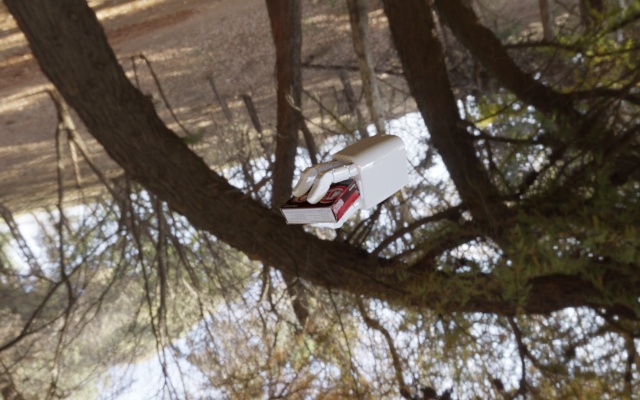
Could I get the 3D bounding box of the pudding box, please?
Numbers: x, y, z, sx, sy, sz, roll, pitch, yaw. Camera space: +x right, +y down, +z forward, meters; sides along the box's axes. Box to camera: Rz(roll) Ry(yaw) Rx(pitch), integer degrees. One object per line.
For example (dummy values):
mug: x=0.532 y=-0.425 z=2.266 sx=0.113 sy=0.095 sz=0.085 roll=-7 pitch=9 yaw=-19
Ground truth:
pudding box: x=0.000 y=0.003 z=0.832 sx=0.113 sy=0.039 sz=0.090 roll=-6 pitch=27 yaw=37
